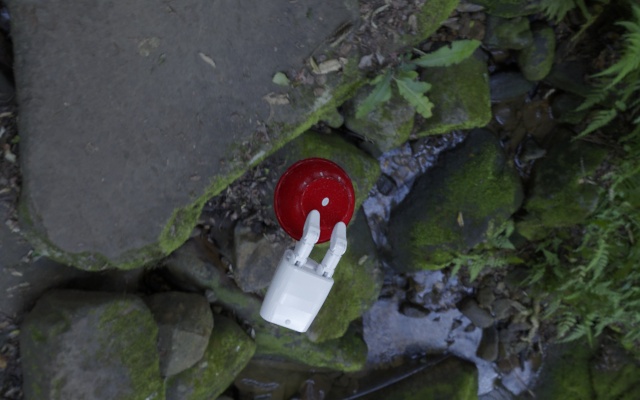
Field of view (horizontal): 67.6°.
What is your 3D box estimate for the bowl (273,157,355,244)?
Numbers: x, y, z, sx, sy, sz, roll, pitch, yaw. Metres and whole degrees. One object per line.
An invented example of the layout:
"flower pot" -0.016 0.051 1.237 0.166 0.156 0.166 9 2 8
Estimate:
"bowl" 0.001 0.002 0.858 0.162 0.162 0.055 0 4 -21
